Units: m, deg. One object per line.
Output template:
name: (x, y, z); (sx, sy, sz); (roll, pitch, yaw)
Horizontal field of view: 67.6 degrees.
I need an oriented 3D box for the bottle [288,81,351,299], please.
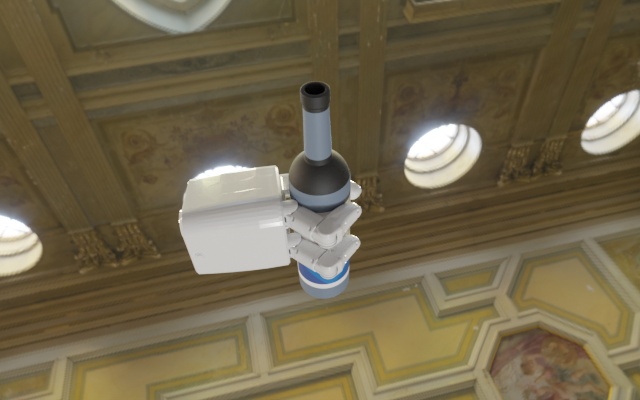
bottle: (0.000, 0.002, 0.534); (0.069, 0.069, 0.296); (0, -44, 3)
